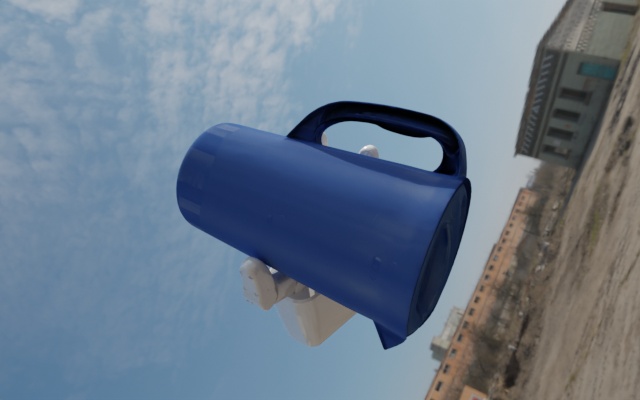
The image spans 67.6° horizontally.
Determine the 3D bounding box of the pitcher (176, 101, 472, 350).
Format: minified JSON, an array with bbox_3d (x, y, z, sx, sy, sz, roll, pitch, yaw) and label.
[{"bbox_3d":[0.000,0.002,0.416,0.243,0.149,0.145,20,-36,24],"label":"pitcher"}]
